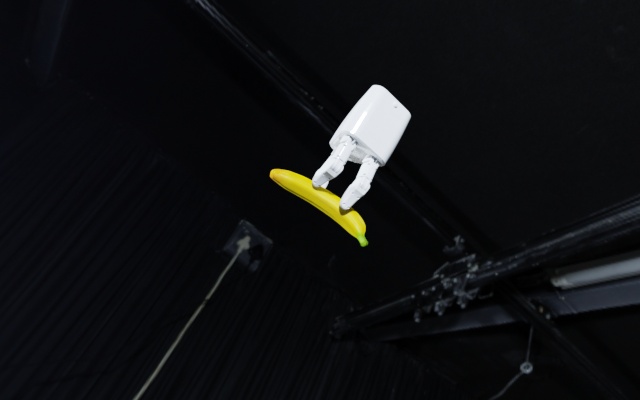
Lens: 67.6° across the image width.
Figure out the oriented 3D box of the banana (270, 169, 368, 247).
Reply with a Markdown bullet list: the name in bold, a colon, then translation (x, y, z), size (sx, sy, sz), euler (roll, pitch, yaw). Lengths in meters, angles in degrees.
- **banana**: translation (0.005, 0.002, 0.806), size (0.198, 0.037, 0.069), euler (35, 10, 0)
